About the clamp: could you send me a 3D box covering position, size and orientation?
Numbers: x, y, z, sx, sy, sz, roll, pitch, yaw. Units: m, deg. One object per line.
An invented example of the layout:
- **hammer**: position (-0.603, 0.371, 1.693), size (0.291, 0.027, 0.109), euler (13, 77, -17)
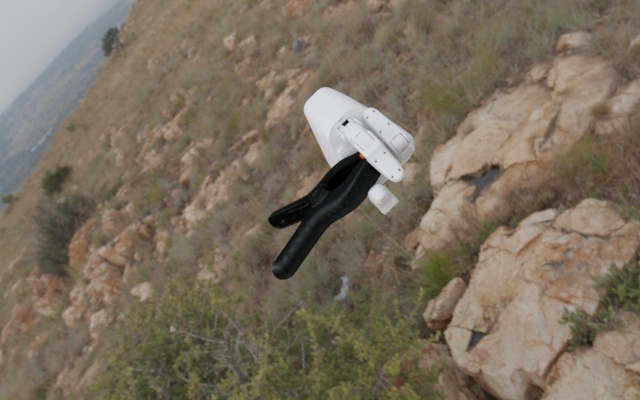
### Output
- **clamp**: position (0.000, 0.001, 0.541), size (0.039, 0.171, 0.120), euler (43, 6, -32)
